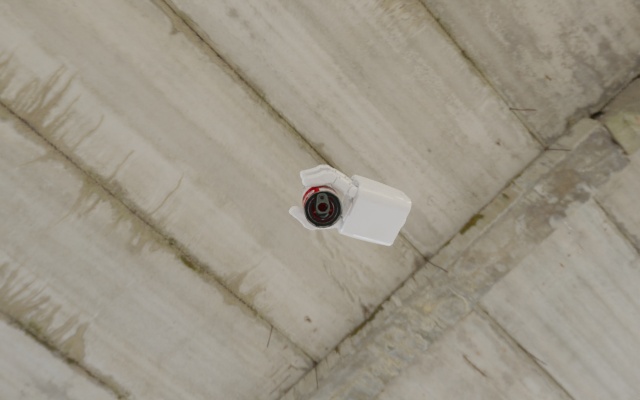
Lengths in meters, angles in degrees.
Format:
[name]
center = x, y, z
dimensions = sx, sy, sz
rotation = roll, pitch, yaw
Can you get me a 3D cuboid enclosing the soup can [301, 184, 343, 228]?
[soup can]
center = 0.000, 0.003, 0.877
dimensions = 0.068, 0.068, 0.102
rotation = 0, 15, -6
